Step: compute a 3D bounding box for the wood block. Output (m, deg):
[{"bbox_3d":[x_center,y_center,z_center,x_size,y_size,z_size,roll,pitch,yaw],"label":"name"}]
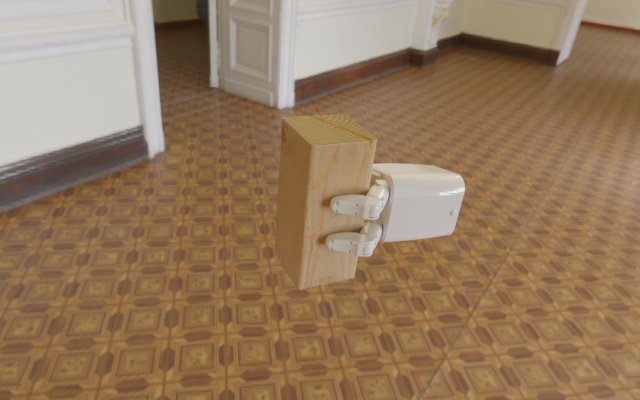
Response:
[{"bbox_3d":[0.000,0.002,0.623,0.090,0.206,0.090,-8,33,-24],"label":"wood block"}]
